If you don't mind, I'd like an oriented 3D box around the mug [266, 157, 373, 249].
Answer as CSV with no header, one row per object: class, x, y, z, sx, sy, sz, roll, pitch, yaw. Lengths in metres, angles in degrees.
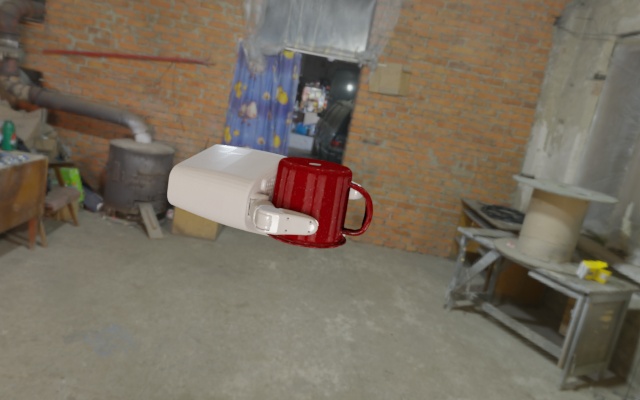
mug,0.001,0.002,0.517,0.117,0.081,0.093,14,12,20
